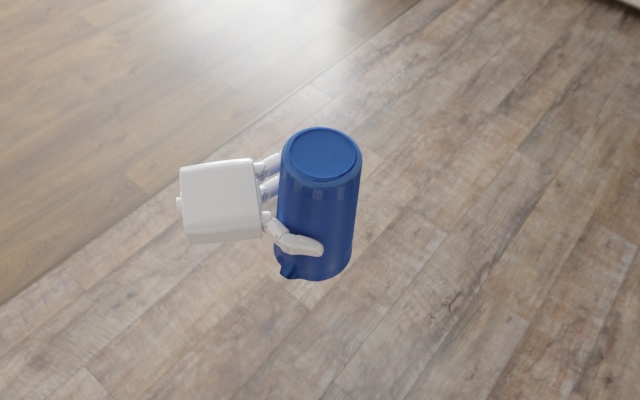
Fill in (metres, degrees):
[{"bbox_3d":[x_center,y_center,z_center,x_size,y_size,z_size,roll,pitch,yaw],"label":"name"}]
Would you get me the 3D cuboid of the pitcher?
[{"bbox_3d":[0.000,0.002,0.720,0.145,0.149,0.243,-5,-36,-9],"label":"pitcher"}]
